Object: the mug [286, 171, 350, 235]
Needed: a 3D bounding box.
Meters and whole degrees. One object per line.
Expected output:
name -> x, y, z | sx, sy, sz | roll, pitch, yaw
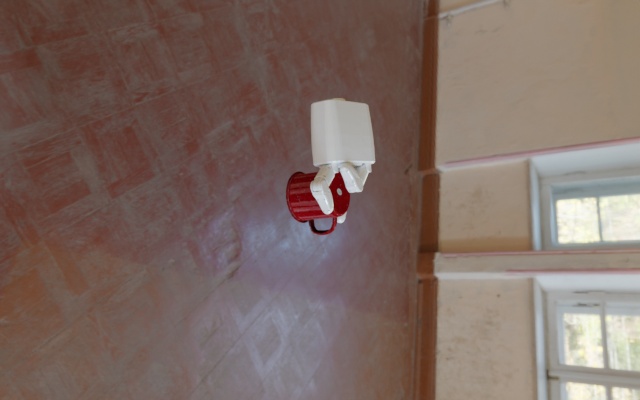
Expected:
mug -> 0.000, 0.004, 0.836 | 0.081, 0.117, 0.093 | -6, 0, 32
